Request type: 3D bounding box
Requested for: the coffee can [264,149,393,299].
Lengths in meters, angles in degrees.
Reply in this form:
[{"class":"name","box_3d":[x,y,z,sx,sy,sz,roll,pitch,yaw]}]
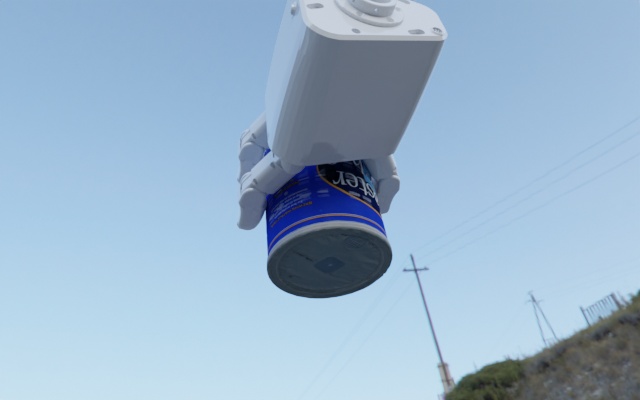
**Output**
[{"class":"coffee can","box_3d":[0.000,0.002,0.431,0.103,0.140,0.103,-5,-41,-4]}]
